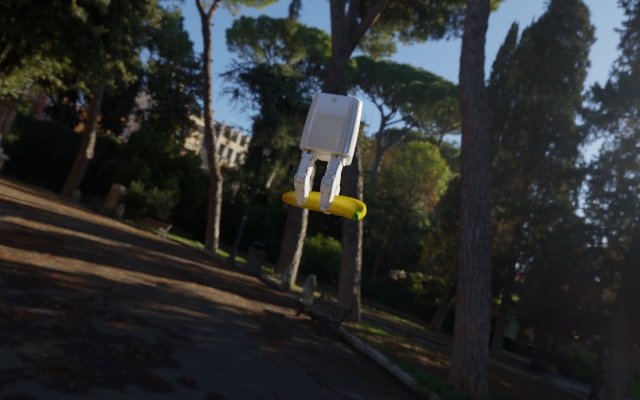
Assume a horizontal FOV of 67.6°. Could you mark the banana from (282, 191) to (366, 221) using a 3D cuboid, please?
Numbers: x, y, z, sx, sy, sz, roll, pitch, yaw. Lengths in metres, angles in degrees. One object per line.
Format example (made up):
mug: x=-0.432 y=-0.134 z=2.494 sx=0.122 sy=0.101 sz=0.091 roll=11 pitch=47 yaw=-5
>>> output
banana: x=0.015 y=0.006 z=0.876 sx=0.198 sy=0.037 sz=0.069 roll=12 pitch=1 yaw=45
